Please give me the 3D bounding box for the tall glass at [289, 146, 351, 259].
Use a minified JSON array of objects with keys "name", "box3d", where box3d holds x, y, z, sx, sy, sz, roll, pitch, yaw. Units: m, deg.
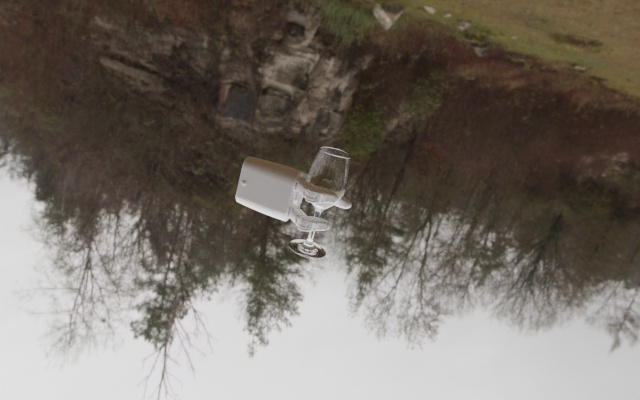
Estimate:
[{"name":"tall glass","box3d":[0.000,0.004,0.893,0.079,0.201,0.079,15,18,-5]}]
